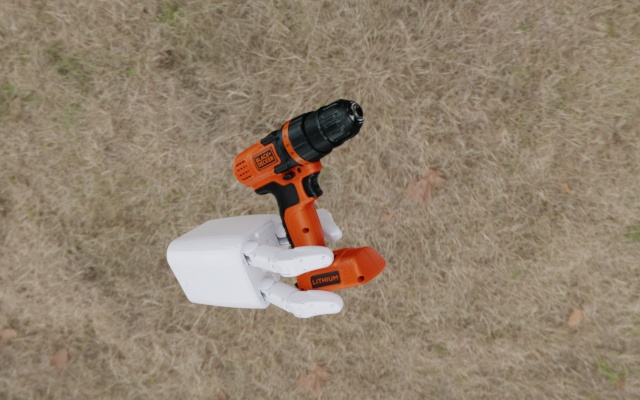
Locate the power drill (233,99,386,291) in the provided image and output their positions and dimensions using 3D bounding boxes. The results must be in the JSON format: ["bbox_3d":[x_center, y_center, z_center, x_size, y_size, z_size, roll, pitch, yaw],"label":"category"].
[{"bbox_3d":[0.000,0.002,0.518,0.184,0.187,0.057,-21,3,43],"label":"power drill"}]
